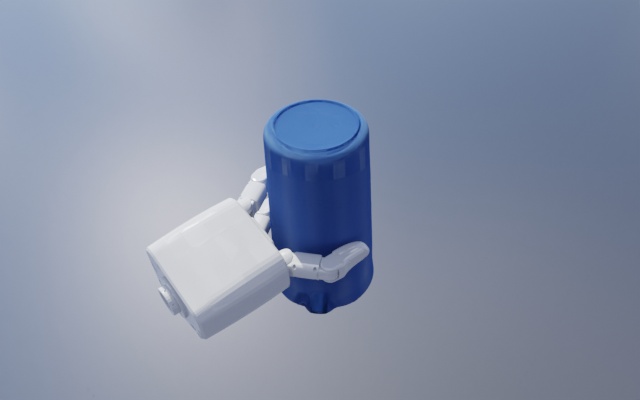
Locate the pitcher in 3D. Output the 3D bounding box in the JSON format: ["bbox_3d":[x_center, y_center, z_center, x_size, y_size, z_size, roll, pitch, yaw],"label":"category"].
[{"bbox_3d":[0.000,0.002,0.568,0.145,0.243,0.149,-30,51,-26],"label":"pitcher"}]
